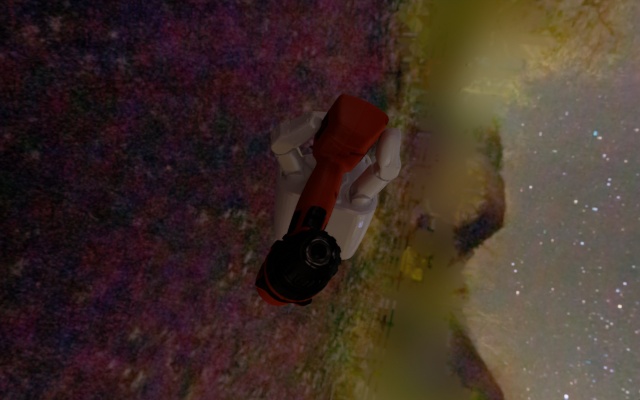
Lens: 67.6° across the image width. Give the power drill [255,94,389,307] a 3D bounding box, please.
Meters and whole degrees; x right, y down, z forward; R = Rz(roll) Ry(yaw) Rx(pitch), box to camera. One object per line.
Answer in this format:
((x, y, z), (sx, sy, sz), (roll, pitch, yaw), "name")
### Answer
((0.000, 0.001, 0.426), (0.057, 0.187, 0.184), (27, -22, -7), "power drill")
